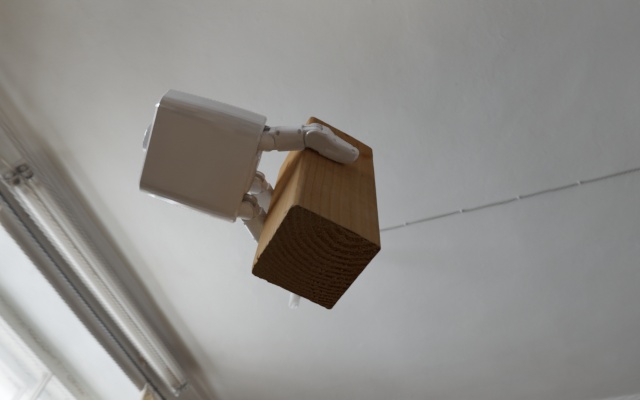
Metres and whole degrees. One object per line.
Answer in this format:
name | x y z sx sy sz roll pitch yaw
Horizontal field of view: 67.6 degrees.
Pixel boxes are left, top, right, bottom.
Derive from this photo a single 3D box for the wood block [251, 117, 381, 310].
wood block | 0.000 0.001 0.513 0.090 0.091 0.206 27 29 -12
